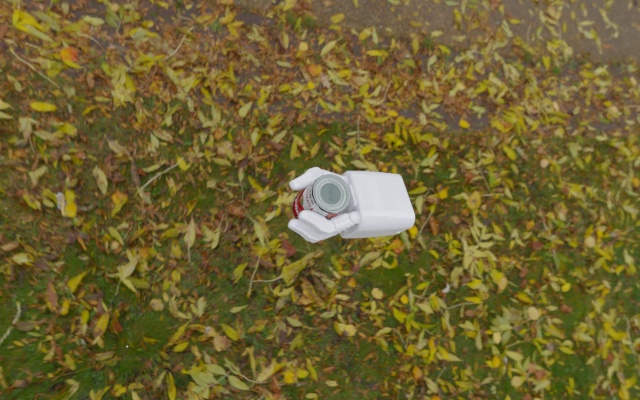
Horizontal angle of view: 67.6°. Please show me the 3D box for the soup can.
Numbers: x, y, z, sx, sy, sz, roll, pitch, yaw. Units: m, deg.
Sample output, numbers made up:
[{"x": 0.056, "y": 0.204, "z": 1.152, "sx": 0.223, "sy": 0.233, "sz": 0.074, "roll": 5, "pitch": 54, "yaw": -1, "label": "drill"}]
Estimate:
[{"x": 0.000, "y": 0.002, "z": 0.798, "sx": 0.068, "sy": 0.068, "sz": 0.102, "roll": 0, "pitch": -16, "yaw": -22, "label": "soup can"}]
